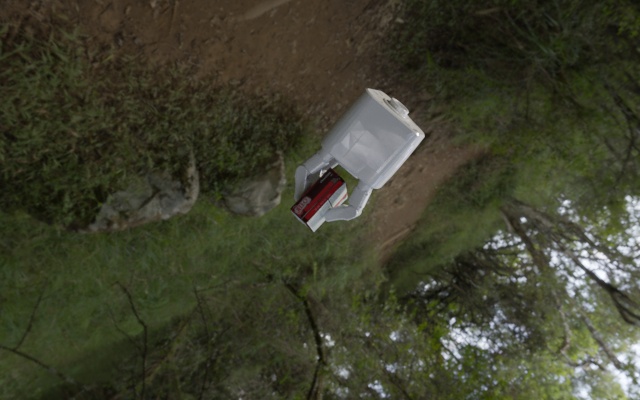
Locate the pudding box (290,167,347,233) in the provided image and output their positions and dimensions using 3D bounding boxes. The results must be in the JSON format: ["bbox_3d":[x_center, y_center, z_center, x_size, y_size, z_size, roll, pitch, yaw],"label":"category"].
[{"bbox_3d":[0.000,0.003,0.764,0.039,0.090,0.113,44,-5,13],"label":"pudding box"}]
